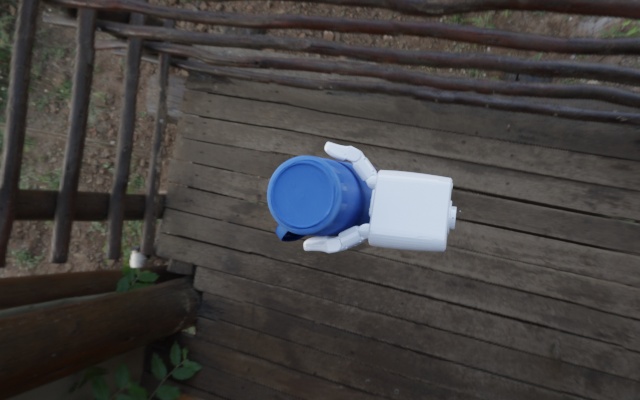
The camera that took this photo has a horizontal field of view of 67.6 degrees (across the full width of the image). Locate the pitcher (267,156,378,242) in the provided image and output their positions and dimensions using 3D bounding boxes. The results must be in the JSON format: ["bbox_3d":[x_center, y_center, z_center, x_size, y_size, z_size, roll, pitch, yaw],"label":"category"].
[{"bbox_3d":[0.000,0.002,0.751,0.145,0.149,0.243,7,1,16],"label":"pitcher"}]
